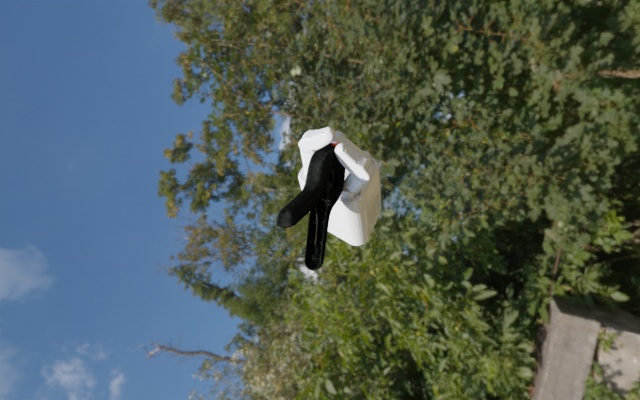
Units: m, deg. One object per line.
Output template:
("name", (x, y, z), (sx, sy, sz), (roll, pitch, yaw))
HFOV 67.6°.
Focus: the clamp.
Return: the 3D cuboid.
("clamp", (0.000, 0.002, 0.615), (0.039, 0.171, 0.120), (12, -38, 22))
